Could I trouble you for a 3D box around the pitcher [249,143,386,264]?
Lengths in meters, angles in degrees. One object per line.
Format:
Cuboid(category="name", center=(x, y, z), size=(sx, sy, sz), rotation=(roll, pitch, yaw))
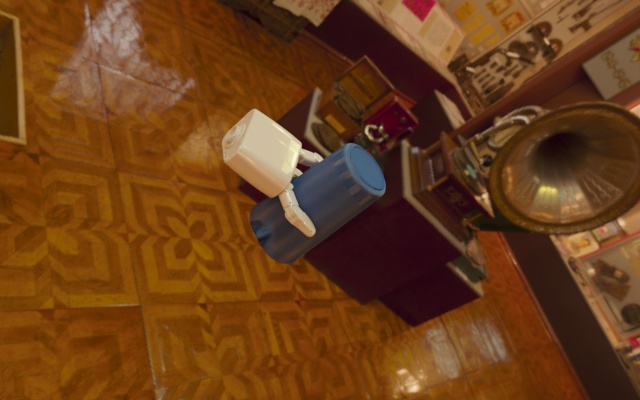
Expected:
Cuboid(category="pitcher", center=(0.000, 0.003, 0.873), size=(0.243, 0.149, 0.145), rotation=(-35, -57, 30))
